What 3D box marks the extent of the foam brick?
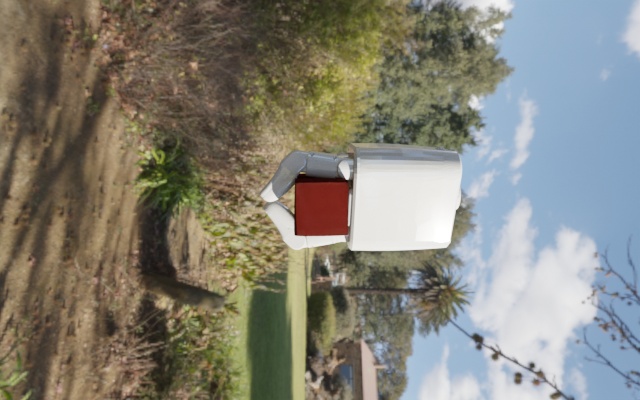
[{"bbox_3d":[0.000,0.002,0.478,0.051,0.053,0.078,1,10,-2],"label":"foam brick"}]
